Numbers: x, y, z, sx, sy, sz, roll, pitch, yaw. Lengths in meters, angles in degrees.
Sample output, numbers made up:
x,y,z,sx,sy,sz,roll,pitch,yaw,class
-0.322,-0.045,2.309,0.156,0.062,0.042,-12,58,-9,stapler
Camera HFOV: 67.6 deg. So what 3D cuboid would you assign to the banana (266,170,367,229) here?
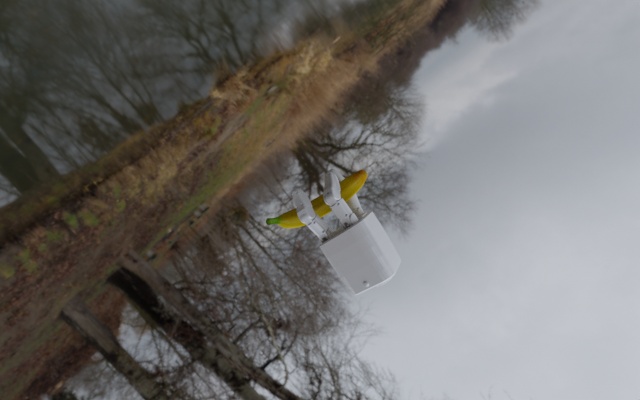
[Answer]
x,y,z,sx,sy,sz,roll,pitch,yaw,class
0.003,0.005,0.846,0.198,0.037,0.069,-29,-11,13,banana
